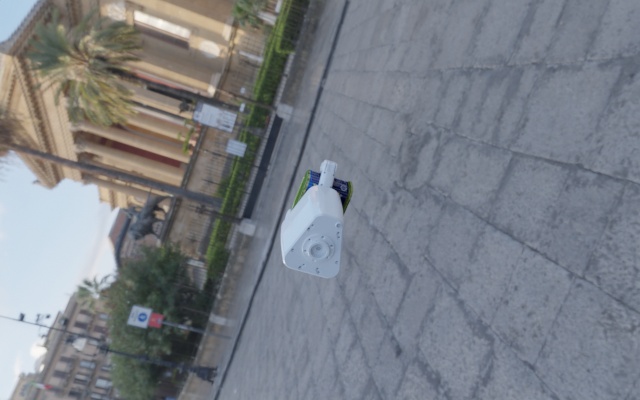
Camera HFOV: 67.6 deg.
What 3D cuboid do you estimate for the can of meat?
[{"bbox_3d":[0.000,0.003,0.849,0.084,0.102,0.057,17,24,-11],"label":"can of meat"}]
